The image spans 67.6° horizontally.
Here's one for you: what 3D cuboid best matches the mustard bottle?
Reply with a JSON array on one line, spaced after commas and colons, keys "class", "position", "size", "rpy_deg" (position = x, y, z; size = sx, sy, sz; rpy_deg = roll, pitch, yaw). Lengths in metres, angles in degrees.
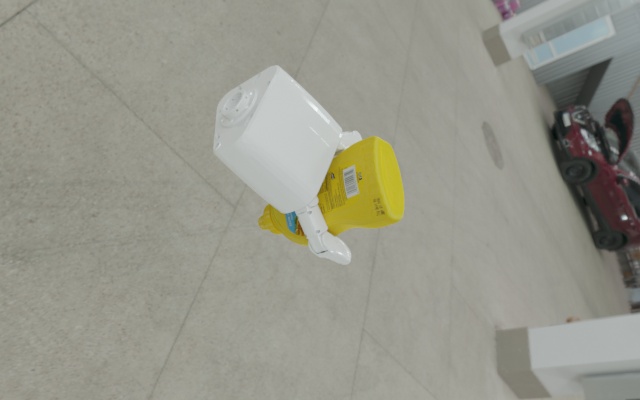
[{"class": "mustard bottle", "position": [0.001, 0.002, 0.557], "size": [0.192, 0.096, 0.058], "rpy_deg": [-20, -22, 33]}]
